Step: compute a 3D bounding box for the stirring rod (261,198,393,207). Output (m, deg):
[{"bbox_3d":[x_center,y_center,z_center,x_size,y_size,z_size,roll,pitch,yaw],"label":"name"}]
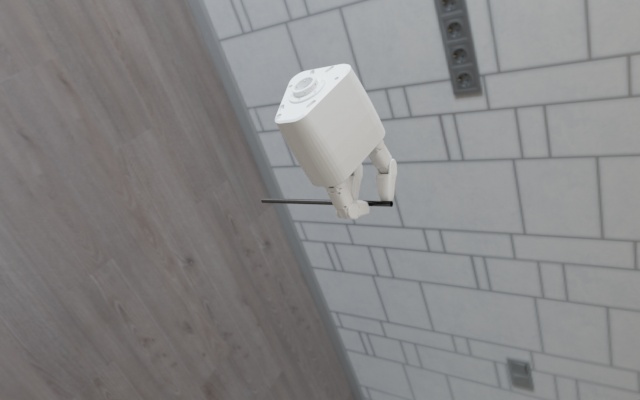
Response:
[{"bbox_3d":[0.000,0.002,0.710,0.239,0.011,0.011,1,1,38],"label":"stirring rod"}]
